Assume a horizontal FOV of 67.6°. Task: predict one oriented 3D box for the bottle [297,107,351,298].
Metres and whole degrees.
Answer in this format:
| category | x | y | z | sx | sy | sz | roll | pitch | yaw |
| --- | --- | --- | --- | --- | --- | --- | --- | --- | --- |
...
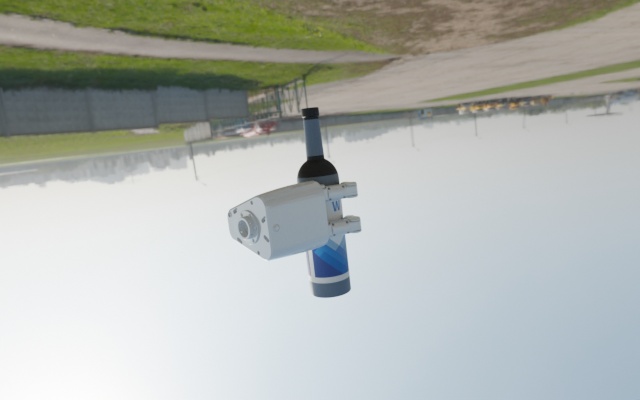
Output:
| category | x | y | z | sx | sy | sz | roll | pitch | yaw |
| --- | --- | --- | --- | --- | --- | --- | --- | --- | --- |
| bottle | 0.000 | 0.003 | 0.756 | 0.069 | 0.296 | 0.069 | -6 | 8 | 1 |
